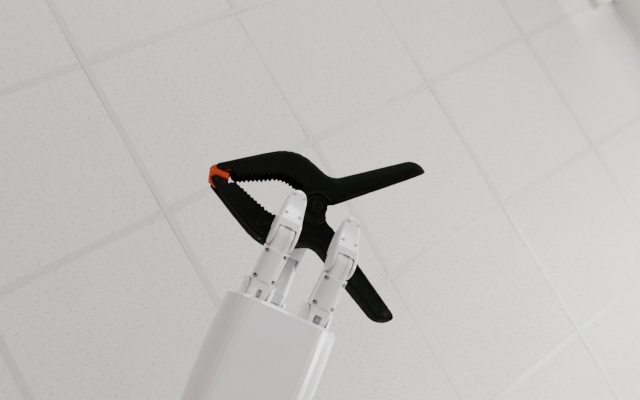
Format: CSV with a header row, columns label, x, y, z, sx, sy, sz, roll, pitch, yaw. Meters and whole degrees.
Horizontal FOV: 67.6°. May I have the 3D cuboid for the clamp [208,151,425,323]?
label,x,y,z,sx,sy,sz,roll,pitch,yaw
clamp,-0.001,0.002,0.456,0.210,0.164,0.036,26,-20,-9
